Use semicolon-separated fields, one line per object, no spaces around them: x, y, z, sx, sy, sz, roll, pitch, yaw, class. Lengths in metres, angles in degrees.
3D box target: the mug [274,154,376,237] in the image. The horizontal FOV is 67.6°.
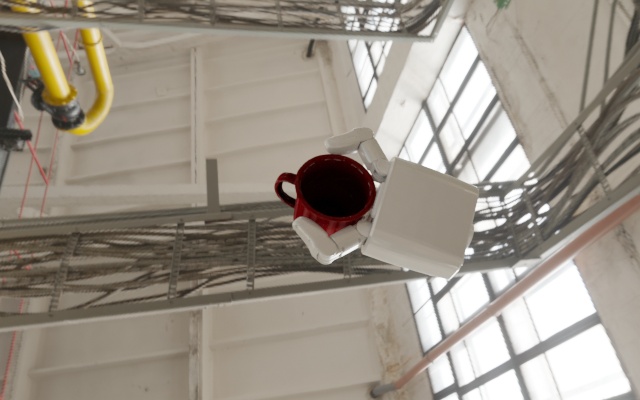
-0.001;0.002;0.569;0.117;0.093;0.082;19;-34;2;mug
